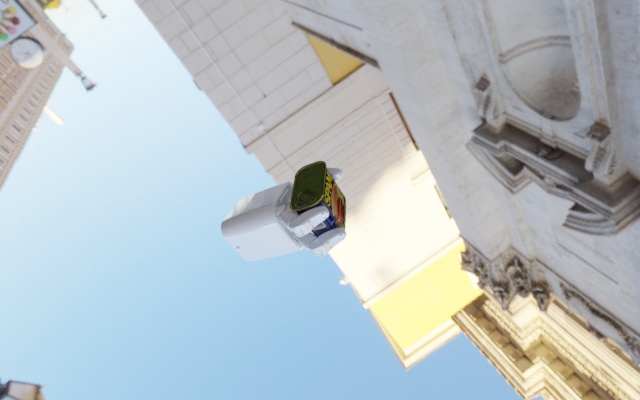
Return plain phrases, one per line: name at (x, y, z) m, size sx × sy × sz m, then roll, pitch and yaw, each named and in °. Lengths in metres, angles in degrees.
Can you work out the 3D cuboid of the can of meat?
can of meat at (0.000, 0.003, 0.759) m, size 0.057 × 0.102 × 0.084 m, roll -18°, pitch -51°, yaw 21°
